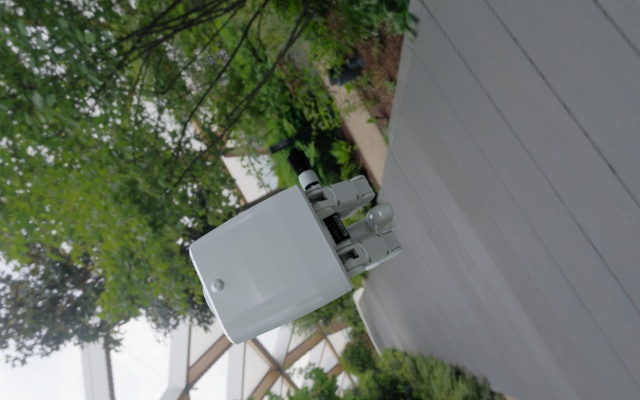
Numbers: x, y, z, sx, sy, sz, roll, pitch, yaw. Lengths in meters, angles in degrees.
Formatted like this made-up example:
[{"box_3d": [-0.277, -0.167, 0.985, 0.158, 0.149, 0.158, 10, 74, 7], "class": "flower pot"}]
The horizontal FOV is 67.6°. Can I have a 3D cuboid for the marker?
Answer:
[{"box_3d": [0.000, 0.001, 0.454, 0.020, 0.121, 0.020, -26, -16, -8], "class": "marker"}]
